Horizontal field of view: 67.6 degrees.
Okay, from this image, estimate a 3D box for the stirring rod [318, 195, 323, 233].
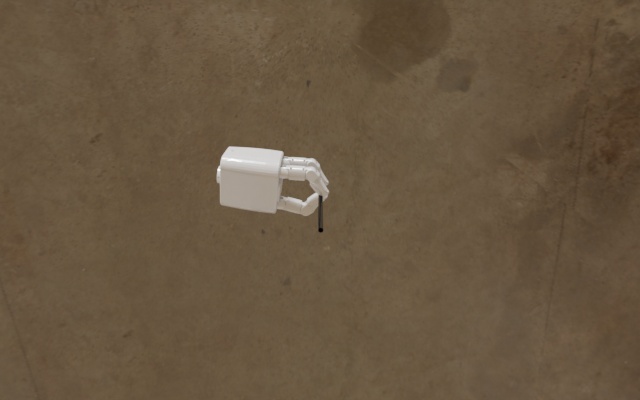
[{"bbox_3d":[0.000,0.003,0.842,0.011,0.011,0.239,0,21,0],"label":"stirring rod"}]
